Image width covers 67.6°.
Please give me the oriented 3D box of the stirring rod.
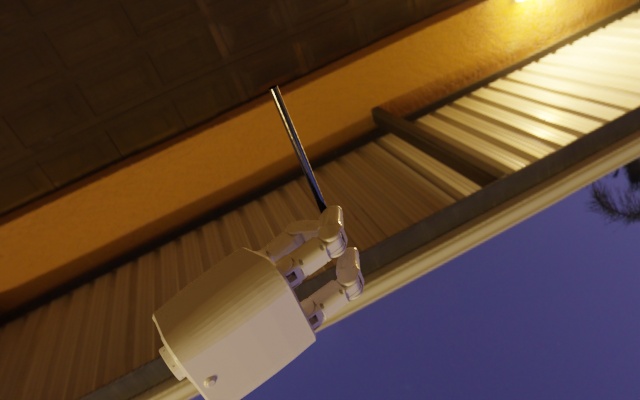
[{"bbox_3d":[0.000,0.001,0.458,0.011,0.240,0.011,-16,31,10],"label":"stirring rod"}]
